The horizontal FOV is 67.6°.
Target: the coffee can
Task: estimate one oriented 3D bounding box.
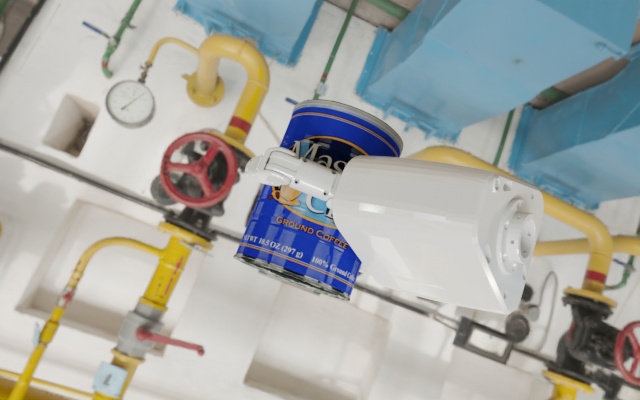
[{"bbox_3d":[0.000,0.001,0.407,0.103,0.140,0.103,20,-13,5],"label":"coffee can"}]
